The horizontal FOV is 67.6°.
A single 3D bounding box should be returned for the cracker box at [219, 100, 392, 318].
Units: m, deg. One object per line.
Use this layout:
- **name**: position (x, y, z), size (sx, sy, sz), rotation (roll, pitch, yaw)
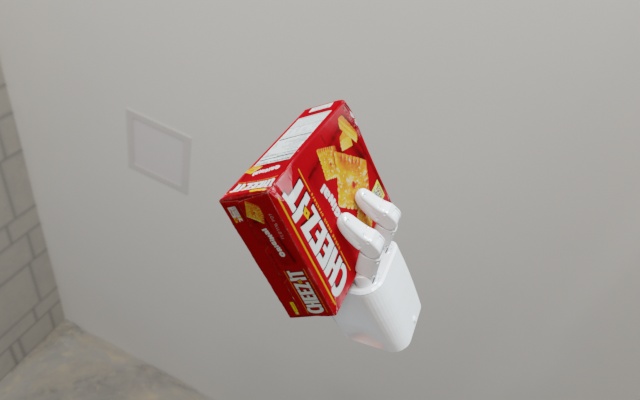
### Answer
- **cracker box**: position (0.000, 0.002, 0.558), size (0.072, 0.164, 0.213), rotation (-11, 29, 33)
